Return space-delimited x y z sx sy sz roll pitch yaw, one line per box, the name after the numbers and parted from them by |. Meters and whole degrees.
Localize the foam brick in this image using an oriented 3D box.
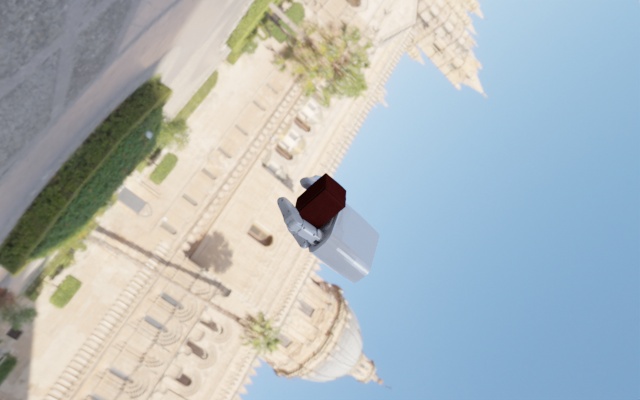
0.000 0.002 0.809 0.078 0.051 0.053 -40 22 27 | foam brick
